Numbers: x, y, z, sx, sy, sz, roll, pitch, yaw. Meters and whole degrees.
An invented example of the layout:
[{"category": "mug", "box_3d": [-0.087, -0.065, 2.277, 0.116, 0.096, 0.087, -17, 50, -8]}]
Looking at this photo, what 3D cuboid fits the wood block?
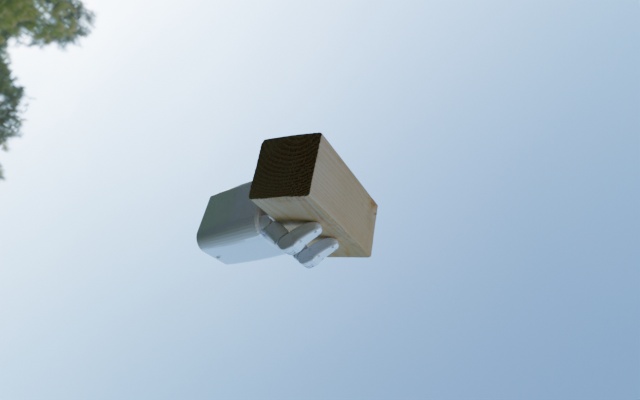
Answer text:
[{"category": "wood block", "box_3d": [0.000, 0.002, 0.668, 0.090, 0.090, 0.206, -3, -27, 27]}]
